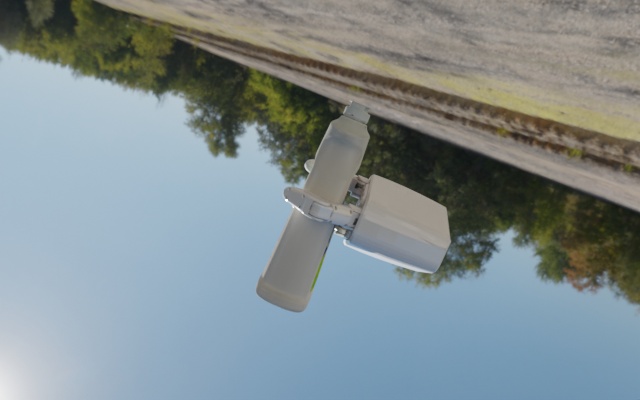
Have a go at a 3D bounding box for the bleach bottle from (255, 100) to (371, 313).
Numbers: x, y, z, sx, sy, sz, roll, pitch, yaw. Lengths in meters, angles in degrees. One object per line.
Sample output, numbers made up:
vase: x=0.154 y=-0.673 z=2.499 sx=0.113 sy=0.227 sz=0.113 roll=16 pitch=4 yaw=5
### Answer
bleach bottle: x=0.000 y=0.002 z=0.578 sx=0.068 sy=0.251 sz=0.102 roll=22 pitch=11 yaw=1
